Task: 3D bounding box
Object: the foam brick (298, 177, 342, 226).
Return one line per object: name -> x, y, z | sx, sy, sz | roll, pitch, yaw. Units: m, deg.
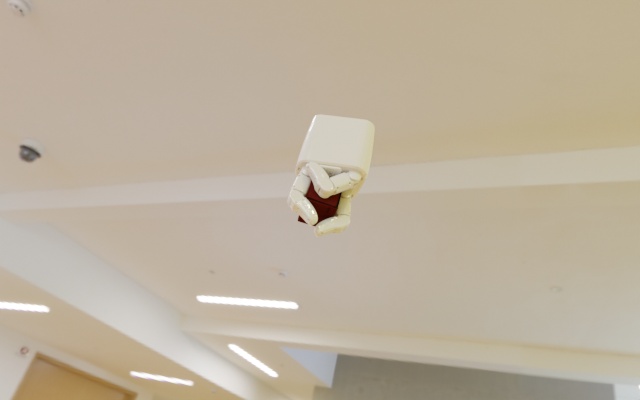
foam brick -> 0.000, 0.003, 0.769 | 0.053, 0.051, 0.078 | 18, -32, -5
